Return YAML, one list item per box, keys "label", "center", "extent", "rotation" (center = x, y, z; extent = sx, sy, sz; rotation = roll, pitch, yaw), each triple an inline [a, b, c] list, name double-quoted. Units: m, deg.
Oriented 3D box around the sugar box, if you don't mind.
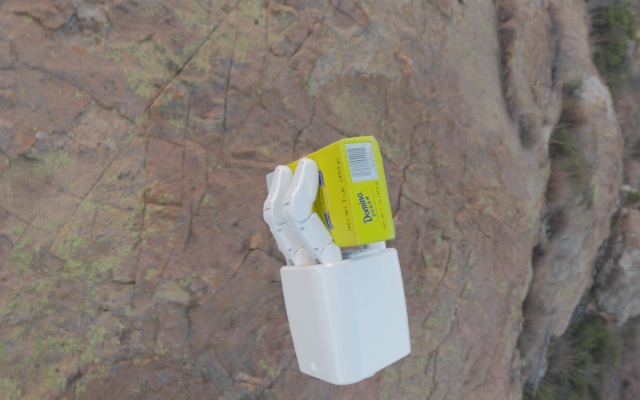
- label: "sugar box"
  center: [0.000, 0.002, 0.481]
  extent: [0.048, 0.093, 0.176]
  rotation: [-7, -4, -31]
